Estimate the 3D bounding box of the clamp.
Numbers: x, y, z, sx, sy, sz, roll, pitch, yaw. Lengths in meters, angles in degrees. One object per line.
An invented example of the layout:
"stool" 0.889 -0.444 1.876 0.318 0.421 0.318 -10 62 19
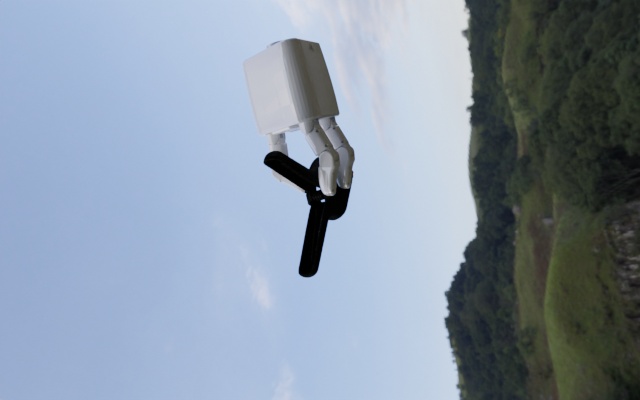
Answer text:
"clamp" 0.000 0.002 0.662 0.036 0.164 0.210 -9 8 27
